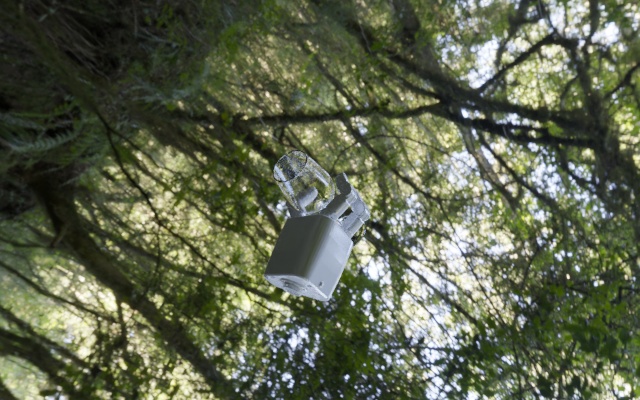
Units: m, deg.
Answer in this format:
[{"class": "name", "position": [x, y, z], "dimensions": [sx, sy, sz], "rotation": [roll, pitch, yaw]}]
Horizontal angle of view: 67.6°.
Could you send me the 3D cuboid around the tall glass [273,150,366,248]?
[{"class": "tall glass", "position": [0.000, 0.003, 0.793], "dimensions": [0.079, 0.079, 0.201], "rotation": [0, -34, 35]}]
